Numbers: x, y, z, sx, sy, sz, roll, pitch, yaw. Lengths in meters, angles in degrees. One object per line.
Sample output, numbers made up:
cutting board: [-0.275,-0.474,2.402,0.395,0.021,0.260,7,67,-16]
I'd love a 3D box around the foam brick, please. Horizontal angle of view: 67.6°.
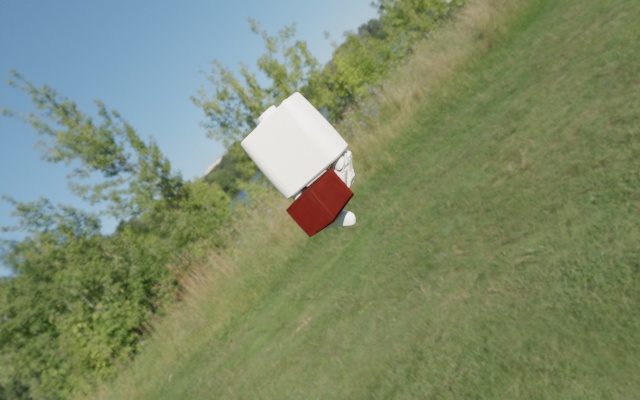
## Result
foam brick: [0.000,0.002,0.649,0.053,0.051,0.078,-36,8,36]
